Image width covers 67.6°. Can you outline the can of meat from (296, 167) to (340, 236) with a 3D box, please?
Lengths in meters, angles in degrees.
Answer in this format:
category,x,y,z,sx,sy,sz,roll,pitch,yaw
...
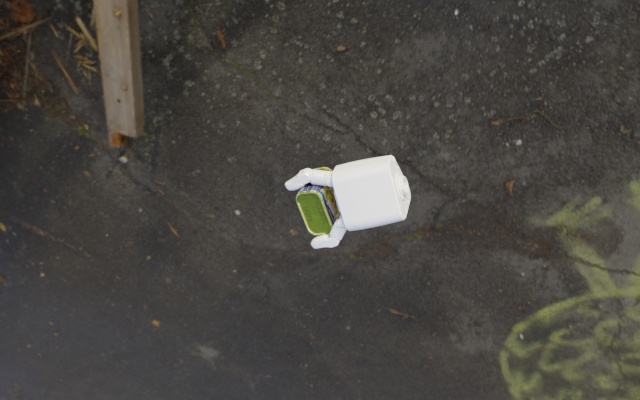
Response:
category,x,y,z,sx,sy,sz,roll,pitch,yaw
can of meat,0.000,0.003,0.894,0.057,0.102,0.084,-8,30,24
